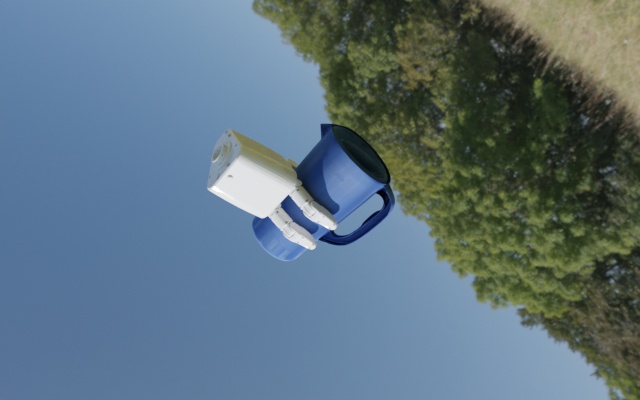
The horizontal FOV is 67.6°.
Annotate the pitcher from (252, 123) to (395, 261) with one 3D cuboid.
[{"bbox_3d":[0.000,0.003,0.821,0.145,0.149,0.243,28,-60,-33],"label":"pitcher"}]
